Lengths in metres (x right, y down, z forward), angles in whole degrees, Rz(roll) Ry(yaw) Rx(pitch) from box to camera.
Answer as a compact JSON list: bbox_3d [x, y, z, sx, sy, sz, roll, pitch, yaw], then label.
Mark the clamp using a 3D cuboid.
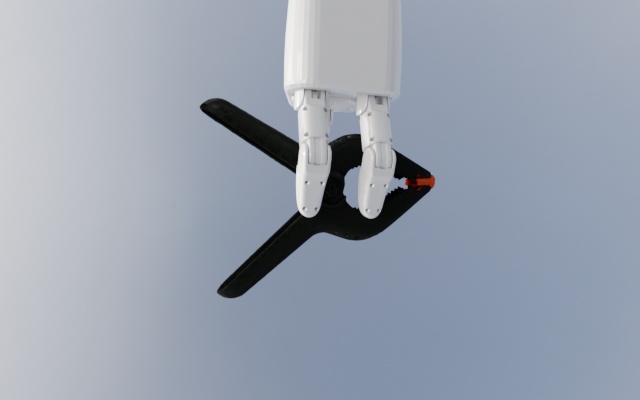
[{"bbox_3d":[0.000,0.001,0.419,0.210,0.164,0.036,2,4,-17],"label":"clamp"}]
